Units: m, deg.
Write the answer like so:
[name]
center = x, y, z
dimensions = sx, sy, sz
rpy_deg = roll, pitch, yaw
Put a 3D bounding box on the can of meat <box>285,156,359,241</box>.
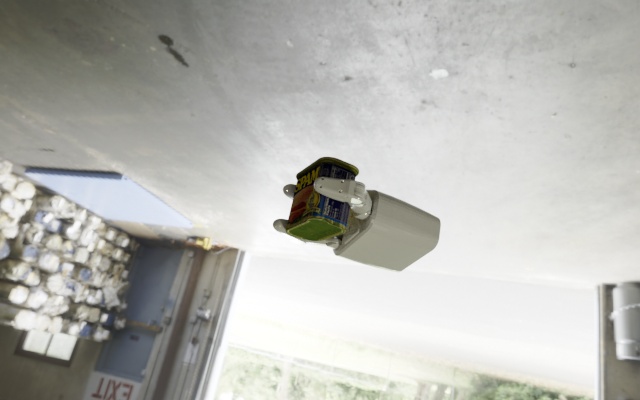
[can of meat]
center = 0.000, 0.002, 0.617
dimensions = 0.057, 0.084, 0.102
rpy_deg = 21, -22, -22
